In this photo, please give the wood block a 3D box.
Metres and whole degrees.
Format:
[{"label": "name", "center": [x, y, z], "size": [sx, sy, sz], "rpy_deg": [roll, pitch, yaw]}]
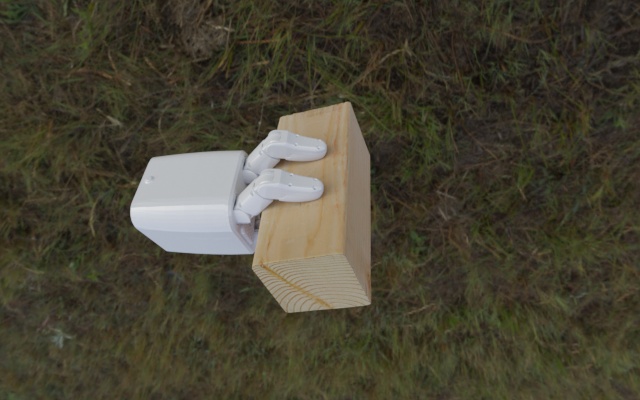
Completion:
[{"label": "wood block", "center": [0.000, 0.002, 0.506], "size": [0.090, 0.206, 0.091], "rpy_deg": [-10, -43, 16]}]
